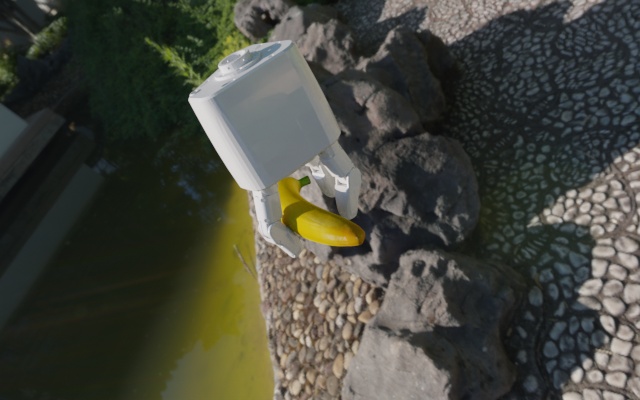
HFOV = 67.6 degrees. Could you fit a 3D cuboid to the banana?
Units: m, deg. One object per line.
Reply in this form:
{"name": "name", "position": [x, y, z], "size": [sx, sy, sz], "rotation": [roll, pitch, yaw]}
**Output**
{"name": "banana", "position": [-0.018, 0.007, 0.538], "size": [0.069, 0.037, 0.197], "rotation": [-19, 27, -11]}
